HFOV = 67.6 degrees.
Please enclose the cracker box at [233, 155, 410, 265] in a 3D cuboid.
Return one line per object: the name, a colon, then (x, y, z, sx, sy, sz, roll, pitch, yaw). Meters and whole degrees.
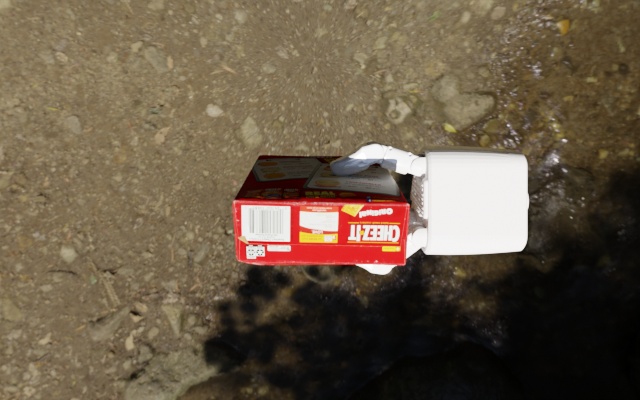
cracker box: (0.000, 0.002, 0.541, 0.164, 0.072, 0.213, 1, 16, -1)
